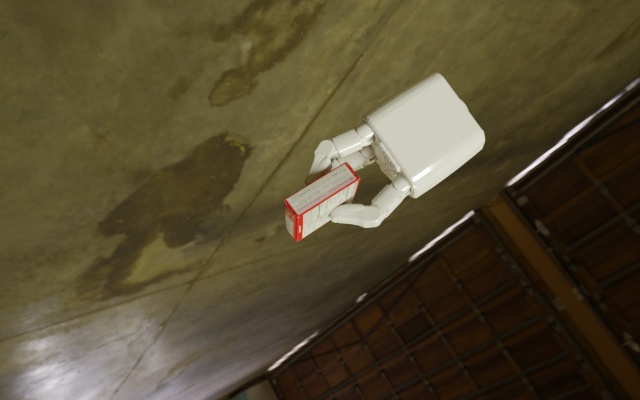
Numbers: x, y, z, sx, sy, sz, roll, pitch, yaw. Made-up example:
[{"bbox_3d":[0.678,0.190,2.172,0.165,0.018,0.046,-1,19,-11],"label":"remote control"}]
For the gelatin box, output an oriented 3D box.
[{"bbox_3d":[0.000,0.002,0.558,0.089,0.030,0.073,-33,-19,-18],"label":"gelatin box"}]
